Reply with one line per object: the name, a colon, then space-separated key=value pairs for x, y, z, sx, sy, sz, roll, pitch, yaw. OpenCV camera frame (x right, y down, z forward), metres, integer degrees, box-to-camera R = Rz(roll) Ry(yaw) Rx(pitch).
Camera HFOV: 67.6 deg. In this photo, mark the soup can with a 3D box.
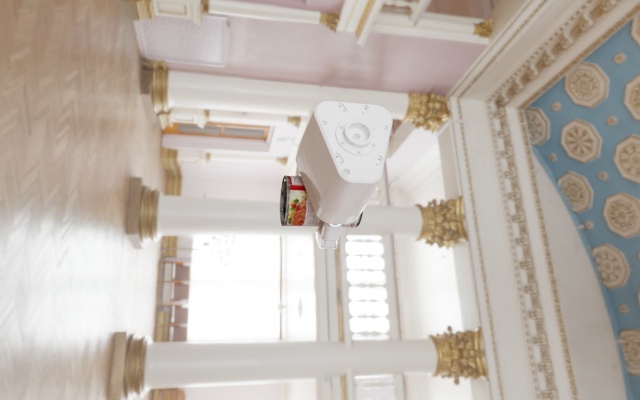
soup can: x=0.000 y=0.002 z=0.641 sx=0.102 sy=0.068 sz=0.068 roll=2 pitch=-1 yaw=-12
